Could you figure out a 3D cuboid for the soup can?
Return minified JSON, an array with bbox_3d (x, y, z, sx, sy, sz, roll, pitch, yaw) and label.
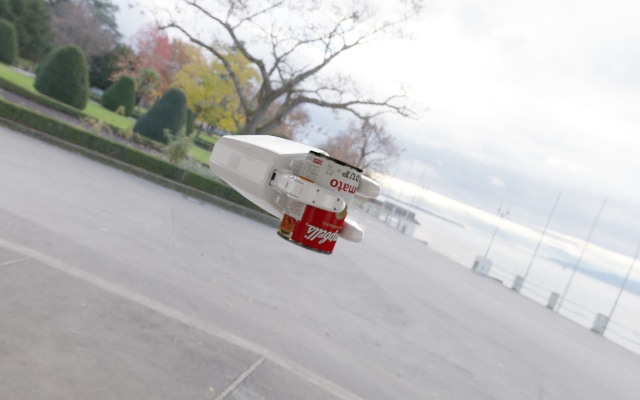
[{"bbox_3d":[0.001,0.002,0.540,0.068,0.102,0.068,21,3,-1],"label":"soup can"}]
